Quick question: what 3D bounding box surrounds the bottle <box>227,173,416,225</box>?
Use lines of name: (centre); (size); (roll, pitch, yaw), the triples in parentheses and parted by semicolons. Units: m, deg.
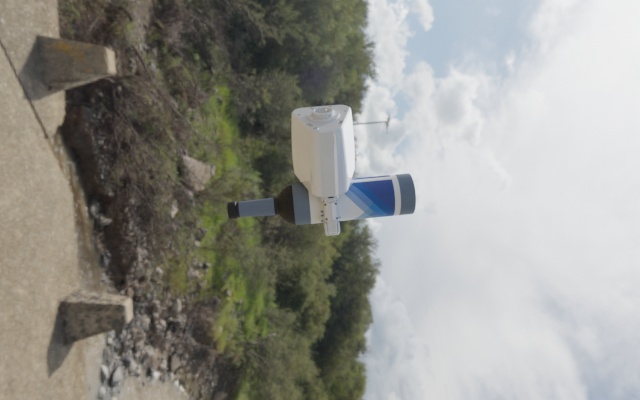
bottle: (0.000, 0.003, 0.767); (0.296, 0.069, 0.069); (-5, 0, -3)
